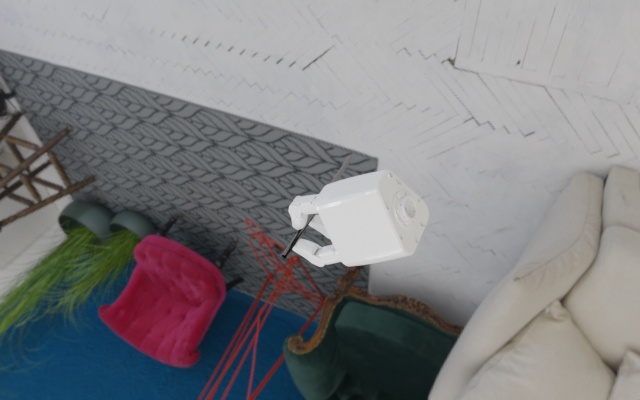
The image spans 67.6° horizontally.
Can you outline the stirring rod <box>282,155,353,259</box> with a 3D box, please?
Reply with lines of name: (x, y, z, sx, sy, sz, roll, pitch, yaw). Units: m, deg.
stirring rod: (0.000, 0.002, 0.760, 0.011, 0.011, 0.239, 0, 41, 35)
